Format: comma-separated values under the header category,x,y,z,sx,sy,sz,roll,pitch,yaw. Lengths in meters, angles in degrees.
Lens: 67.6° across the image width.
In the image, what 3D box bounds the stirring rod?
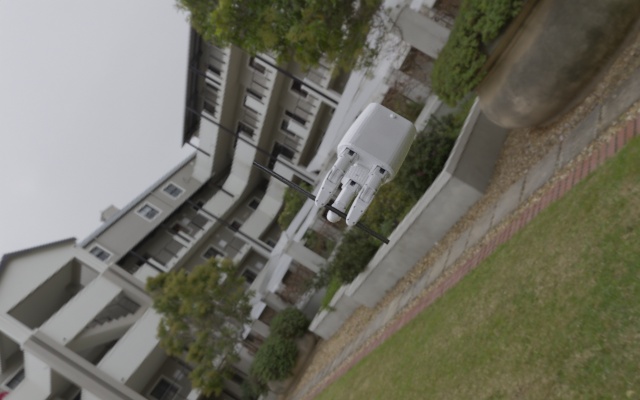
category,x,y,z,sx,sy,sz,roll,pitch,yaw
stirring rod,0.000,0.002,0.730,0.239,0.011,0.011,31,2,4
